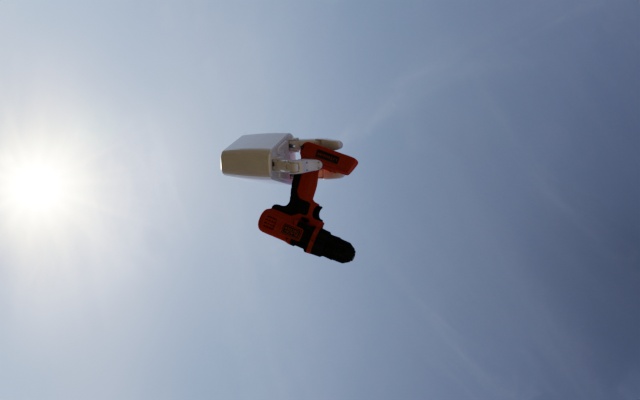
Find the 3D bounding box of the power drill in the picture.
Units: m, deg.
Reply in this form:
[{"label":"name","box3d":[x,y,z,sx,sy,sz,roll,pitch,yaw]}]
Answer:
[{"label":"power drill","box3d":[0.000,0.002,0.855,0.184,0.187,0.057,21,-2,5]}]
